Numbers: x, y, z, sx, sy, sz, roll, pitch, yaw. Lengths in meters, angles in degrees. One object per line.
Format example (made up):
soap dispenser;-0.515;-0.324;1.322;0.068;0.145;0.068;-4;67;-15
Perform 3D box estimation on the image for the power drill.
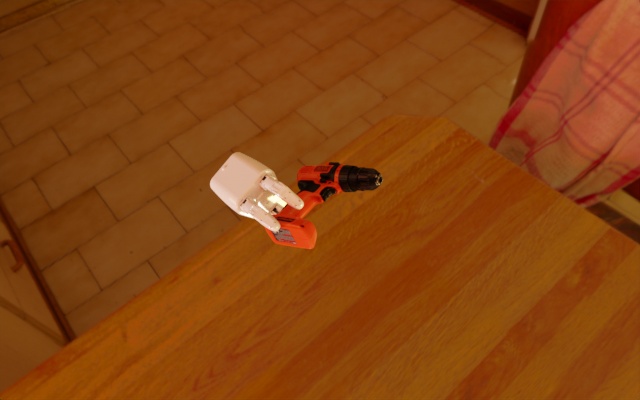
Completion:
power drill;0.000;0.003;0.857;0.184;0.057;0.187;3;41;40
